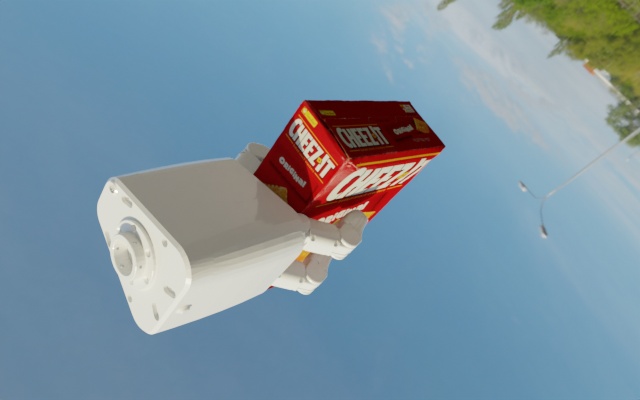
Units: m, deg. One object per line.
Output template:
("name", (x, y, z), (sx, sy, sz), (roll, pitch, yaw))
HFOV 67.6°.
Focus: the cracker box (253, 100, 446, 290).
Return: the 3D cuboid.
("cracker box", (0.000, 0.002, 0.473), (0.164, 0.072, 0.214), (-14, -28, -49))
